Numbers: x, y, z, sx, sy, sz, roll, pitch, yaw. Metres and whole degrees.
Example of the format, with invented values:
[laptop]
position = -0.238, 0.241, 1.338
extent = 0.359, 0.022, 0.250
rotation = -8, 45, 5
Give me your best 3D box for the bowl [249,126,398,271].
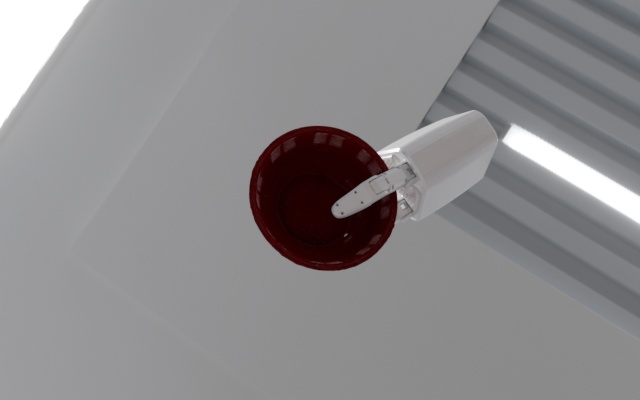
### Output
[bowl]
position = -0.001, 0.002, 0.527
extent = 0.162, 0.162, 0.055
rotation = 0, -17, -14
